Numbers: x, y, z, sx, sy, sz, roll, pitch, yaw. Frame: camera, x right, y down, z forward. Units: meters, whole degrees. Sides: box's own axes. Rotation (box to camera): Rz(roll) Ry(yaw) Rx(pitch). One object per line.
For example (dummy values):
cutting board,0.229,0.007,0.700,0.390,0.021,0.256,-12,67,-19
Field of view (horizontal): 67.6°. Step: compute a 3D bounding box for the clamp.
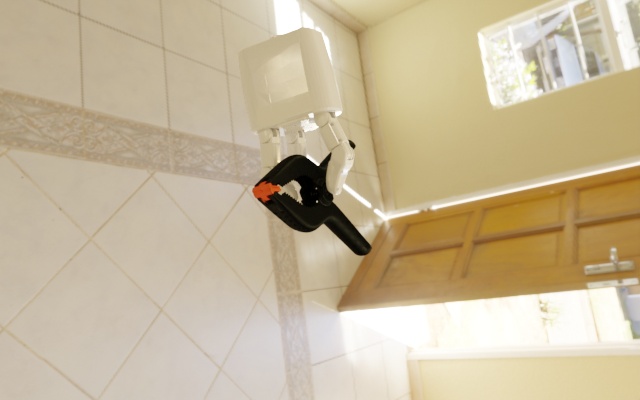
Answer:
clamp,0.000,0.002,0.598,0.036,0.164,0.210,-15,-4,35
